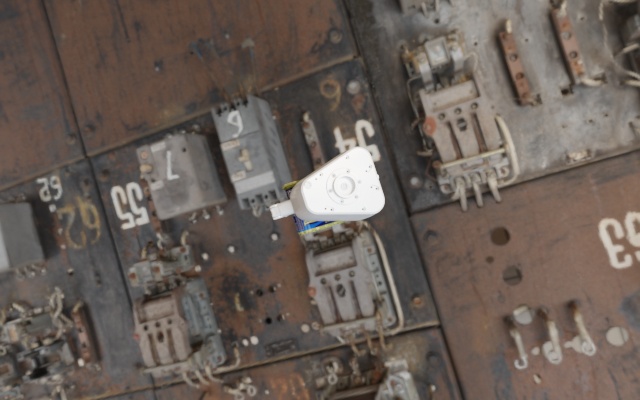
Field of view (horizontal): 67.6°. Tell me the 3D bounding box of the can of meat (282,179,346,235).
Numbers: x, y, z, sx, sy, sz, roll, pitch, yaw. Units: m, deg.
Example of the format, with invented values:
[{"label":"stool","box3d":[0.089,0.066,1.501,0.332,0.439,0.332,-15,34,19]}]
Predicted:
[{"label":"can of meat","box3d":[0.000,0.003,0.768,0.102,0.084,0.057,-17,-2,-13]}]
